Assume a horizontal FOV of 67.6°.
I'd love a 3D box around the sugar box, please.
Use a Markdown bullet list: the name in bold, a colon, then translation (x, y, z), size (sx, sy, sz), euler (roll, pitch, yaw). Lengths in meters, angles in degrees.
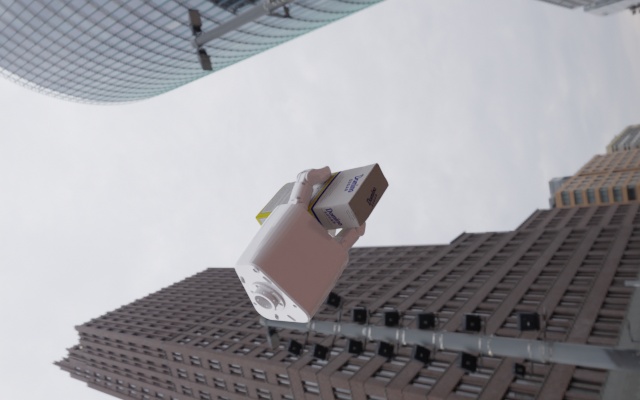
- **sugar box**: translation (0.000, 0.003, 0.672), size (0.176, 0.048, 0.093), euler (-6, 33, 41)
